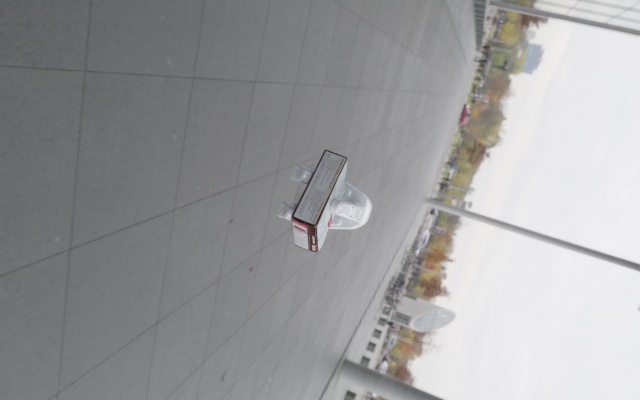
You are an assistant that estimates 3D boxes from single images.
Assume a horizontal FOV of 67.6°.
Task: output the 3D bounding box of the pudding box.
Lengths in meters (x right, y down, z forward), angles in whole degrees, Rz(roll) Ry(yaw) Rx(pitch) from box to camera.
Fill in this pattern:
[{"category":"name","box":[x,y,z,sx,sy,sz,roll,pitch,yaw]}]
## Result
[{"category":"pudding box","box":[0.000,0.002,0.645,0.039,0.113,0.090,18,-26,11]}]
